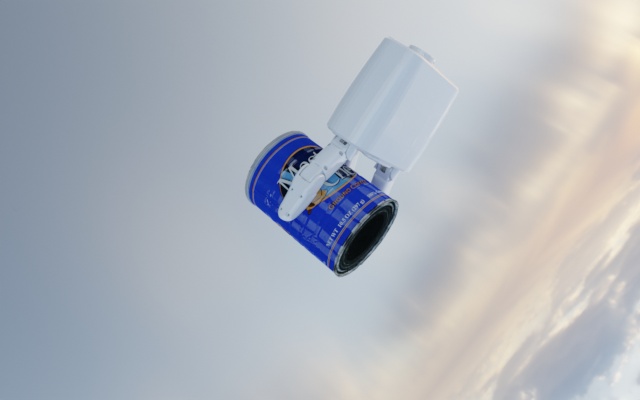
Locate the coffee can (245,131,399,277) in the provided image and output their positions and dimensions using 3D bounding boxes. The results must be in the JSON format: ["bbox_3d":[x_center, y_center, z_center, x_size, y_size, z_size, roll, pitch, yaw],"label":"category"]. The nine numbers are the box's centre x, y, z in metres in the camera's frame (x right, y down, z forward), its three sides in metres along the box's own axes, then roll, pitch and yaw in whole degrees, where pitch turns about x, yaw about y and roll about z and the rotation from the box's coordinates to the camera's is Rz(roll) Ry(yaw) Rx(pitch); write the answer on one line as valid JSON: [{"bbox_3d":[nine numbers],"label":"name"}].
[{"bbox_3d":[0.000,0.002,0.532,0.140,0.103,0.103,38,17,23],"label":"coffee can"}]
